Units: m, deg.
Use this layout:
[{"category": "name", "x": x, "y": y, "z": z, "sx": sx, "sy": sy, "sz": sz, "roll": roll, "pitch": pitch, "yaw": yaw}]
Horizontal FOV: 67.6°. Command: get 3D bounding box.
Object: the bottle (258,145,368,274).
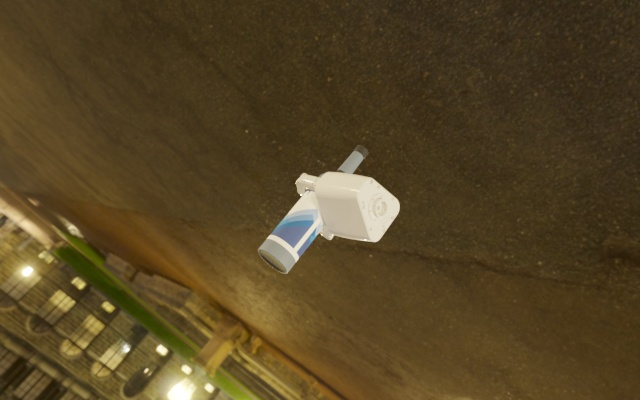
[{"category": "bottle", "x": 0.000, "y": 0.003, "z": 0.898, "sx": 0.069, "sy": 0.295, "sz": 0.069, "roll": 32, "pitch": -25, "yaw": 16}]
